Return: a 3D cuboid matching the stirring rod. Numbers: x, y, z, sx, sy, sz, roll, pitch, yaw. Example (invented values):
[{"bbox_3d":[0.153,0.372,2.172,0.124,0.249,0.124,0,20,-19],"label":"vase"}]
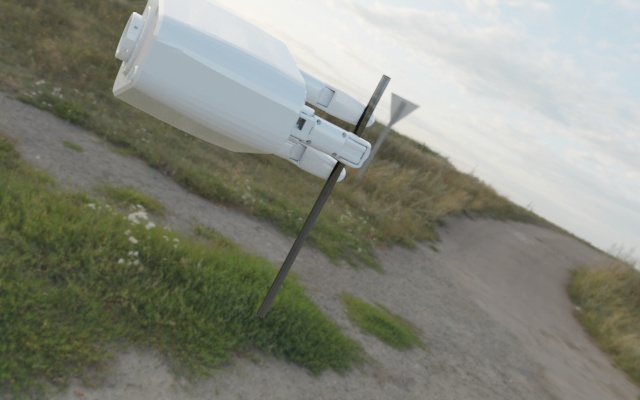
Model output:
[{"bbox_3d":[0.000,0.001,0.418,0.011,0.239,0.011,27,10,-5],"label":"stirring rod"}]
